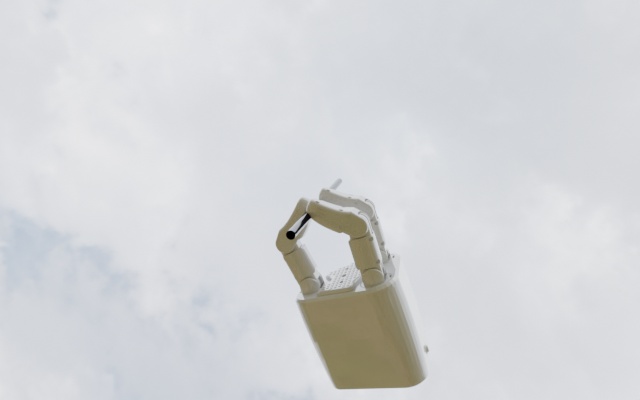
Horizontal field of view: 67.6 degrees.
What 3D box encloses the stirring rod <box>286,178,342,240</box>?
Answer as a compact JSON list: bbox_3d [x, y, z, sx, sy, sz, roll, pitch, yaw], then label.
[{"bbox_3d":[0.000,0.002,0.499,0.011,0.011,0.239,0,13,12],"label":"stirring rod"}]
